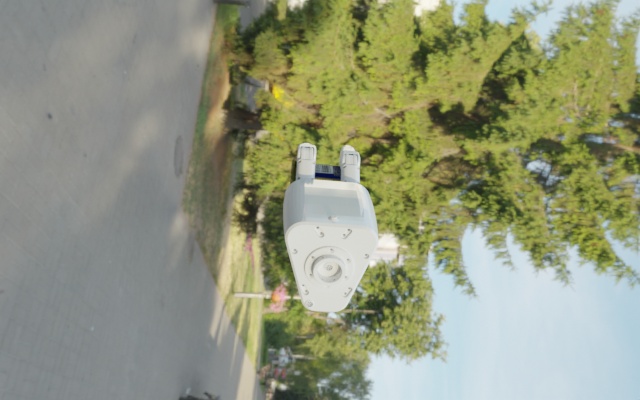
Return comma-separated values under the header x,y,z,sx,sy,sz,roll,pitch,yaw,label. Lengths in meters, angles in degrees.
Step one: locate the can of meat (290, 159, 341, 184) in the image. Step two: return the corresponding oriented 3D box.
x,y,z,sx,sy,sz,roll,pitch,yaw,label
0.000,0.002,0.620,0.084,0.102,0.057,5,21,-4,can of meat
